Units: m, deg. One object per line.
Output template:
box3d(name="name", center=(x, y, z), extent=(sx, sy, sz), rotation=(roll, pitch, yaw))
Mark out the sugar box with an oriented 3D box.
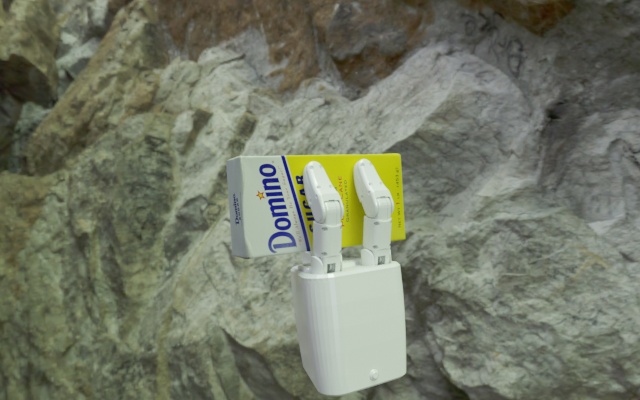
box3d(name="sugar box", center=(0.000, 0.002, 0.470), extent=(0.176, 0.093, 0.048), rotation=(-5, 1, -31))
